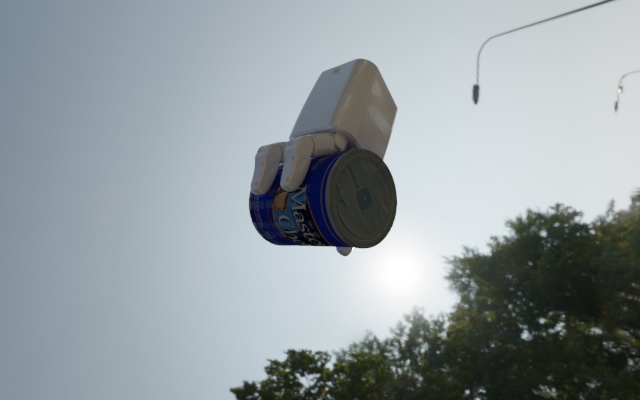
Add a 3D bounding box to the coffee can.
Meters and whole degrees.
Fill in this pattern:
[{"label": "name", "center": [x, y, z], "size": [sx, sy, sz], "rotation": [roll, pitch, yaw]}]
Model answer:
[{"label": "coffee can", "center": [0.000, 0.002, 0.541], "size": [0.103, 0.103, 0.140], "rotation": [0, -3, -42]}]
